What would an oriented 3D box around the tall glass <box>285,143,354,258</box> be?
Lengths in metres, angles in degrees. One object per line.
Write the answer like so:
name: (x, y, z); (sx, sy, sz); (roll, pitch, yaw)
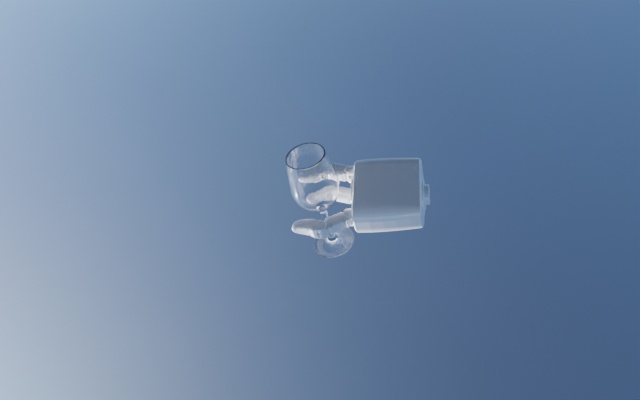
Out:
tall glass: (0.000, 0.003, 0.776); (0.079, 0.079, 0.201); (0, -44, 19)
